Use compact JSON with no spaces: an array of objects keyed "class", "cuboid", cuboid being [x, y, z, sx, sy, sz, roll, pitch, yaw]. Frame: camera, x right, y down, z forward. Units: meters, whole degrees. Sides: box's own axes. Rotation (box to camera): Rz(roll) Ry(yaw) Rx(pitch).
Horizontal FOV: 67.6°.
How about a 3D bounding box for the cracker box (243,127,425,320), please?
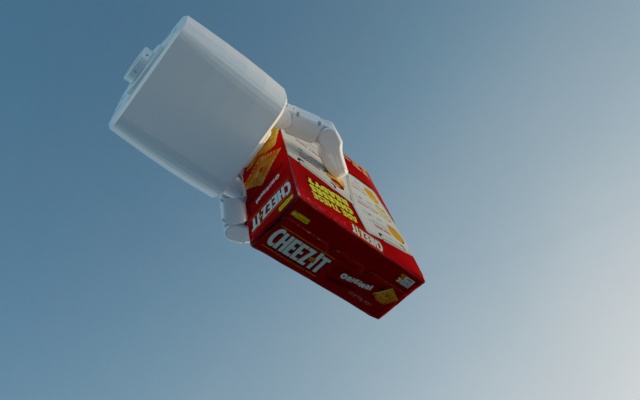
[{"class":"cracker box","cuboid":[0.000,0.001,0.503,0.164,0.072,0.213,34,20,-28]}]
